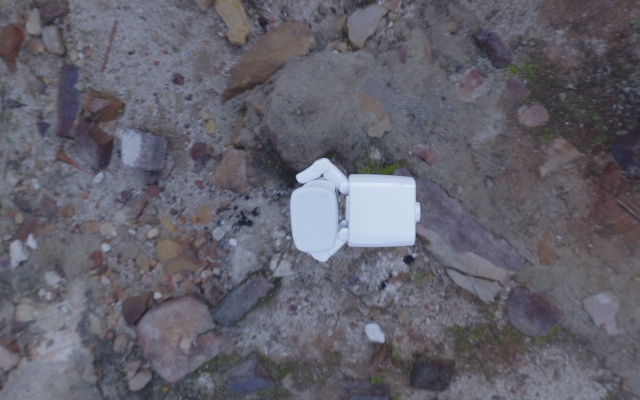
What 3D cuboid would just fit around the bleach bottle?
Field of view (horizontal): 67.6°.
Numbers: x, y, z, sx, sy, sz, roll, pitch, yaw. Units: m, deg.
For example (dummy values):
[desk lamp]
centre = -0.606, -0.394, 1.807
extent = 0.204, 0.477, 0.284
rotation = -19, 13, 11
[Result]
[bleach bottle]
centre = 0.000, 0.003, 0.800
extent = 0.068, 0.102, 0.250
rotation = 0, 13, 5
